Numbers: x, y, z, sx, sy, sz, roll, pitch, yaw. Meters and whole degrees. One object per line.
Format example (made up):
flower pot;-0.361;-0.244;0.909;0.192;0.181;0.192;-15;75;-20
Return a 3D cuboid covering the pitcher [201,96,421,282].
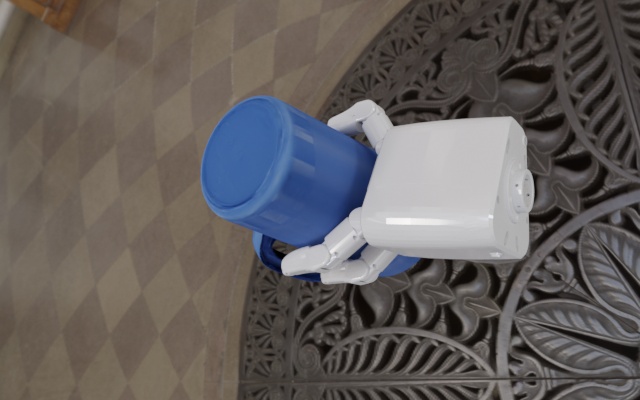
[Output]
pitcher;0.000;0.001;0.476;0.145;0.149;0.243;-1;-16;39
